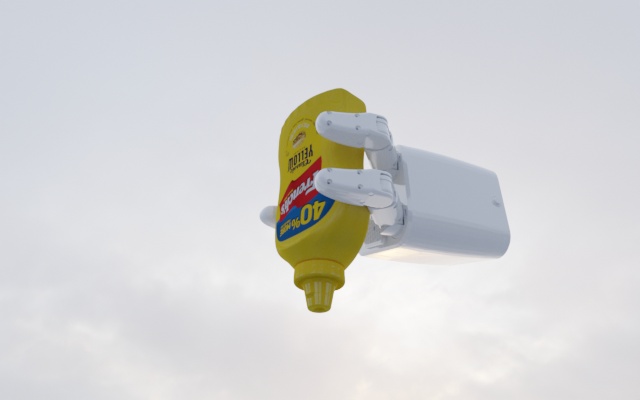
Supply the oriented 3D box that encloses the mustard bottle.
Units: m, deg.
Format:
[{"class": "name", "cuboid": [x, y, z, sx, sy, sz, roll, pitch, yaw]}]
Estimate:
[{"class": "mustard bottle", "cuboid": [0.000, 0.001, 0.411, 0.058, 0.191, 0.096, 26, -39, -36]}]
